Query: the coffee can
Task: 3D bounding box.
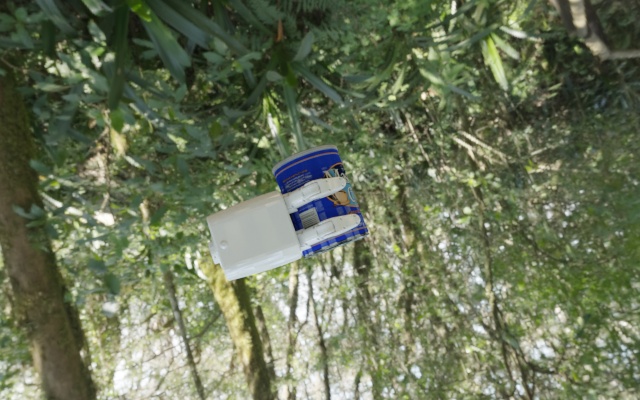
[{"bbox_3d":[0.000,0.002,0.704,0.103,0.140,0.103,-20,-8,-3],"label":"coffee can"}]
